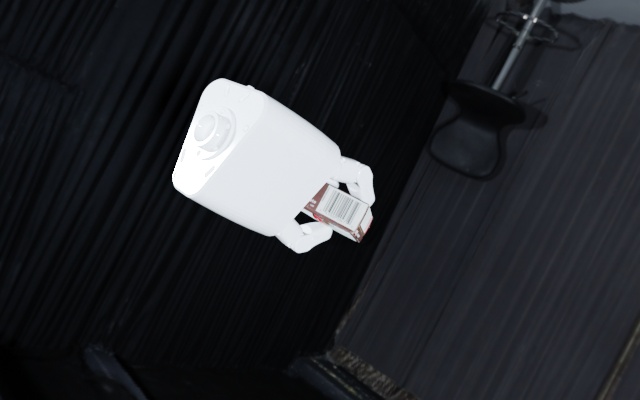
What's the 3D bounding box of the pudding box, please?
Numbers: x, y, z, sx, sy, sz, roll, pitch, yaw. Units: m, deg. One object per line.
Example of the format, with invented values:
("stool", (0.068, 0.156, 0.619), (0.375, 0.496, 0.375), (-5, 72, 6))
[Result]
("pudding box", (0.000, 0.002, 0.530), (0.113, 0.039, 0.090), (30, -4, 13))
